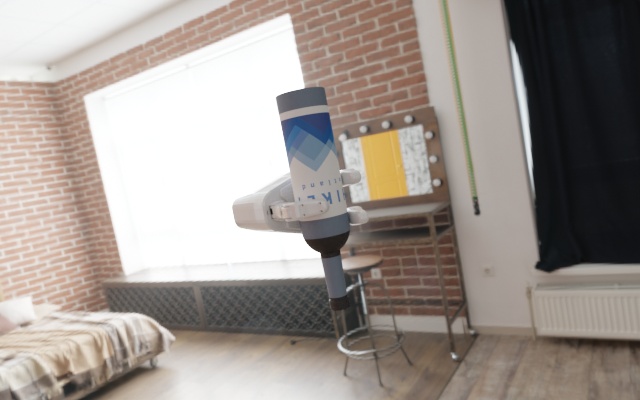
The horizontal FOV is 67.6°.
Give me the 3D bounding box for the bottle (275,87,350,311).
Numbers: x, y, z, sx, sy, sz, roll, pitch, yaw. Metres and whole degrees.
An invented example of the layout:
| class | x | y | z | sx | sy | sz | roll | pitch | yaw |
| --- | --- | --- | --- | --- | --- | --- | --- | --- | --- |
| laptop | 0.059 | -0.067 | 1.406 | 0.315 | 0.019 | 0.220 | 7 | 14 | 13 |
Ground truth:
| class | x | y | z | sx | sy | sz | roll | pitch | yaw |
| --- | --- | --- | --- | --- | --- | --- | --- | --- | --- |
| bottle | 0.000 | 0.002 | 0.640 | 0.069 | 0.296 | 0.069 | -11 | 5 | 1 |
